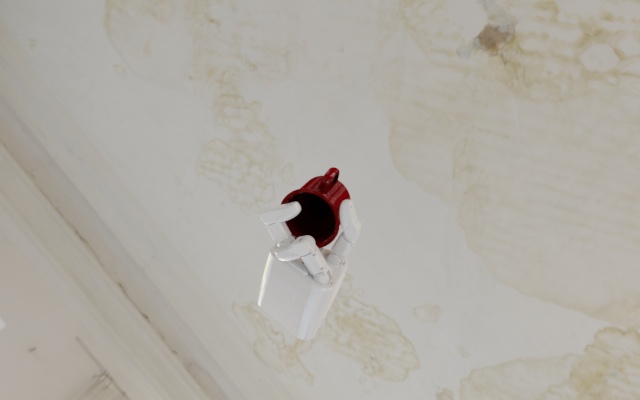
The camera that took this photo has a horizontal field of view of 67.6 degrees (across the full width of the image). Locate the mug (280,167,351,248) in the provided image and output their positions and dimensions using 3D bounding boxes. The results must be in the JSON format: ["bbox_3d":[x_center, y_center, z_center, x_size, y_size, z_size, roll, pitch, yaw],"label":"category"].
[{"bbox_3d":[0.001,0.001,0.707,0.093,0.117,0.081,25,29,10],"label":"mug"}]
